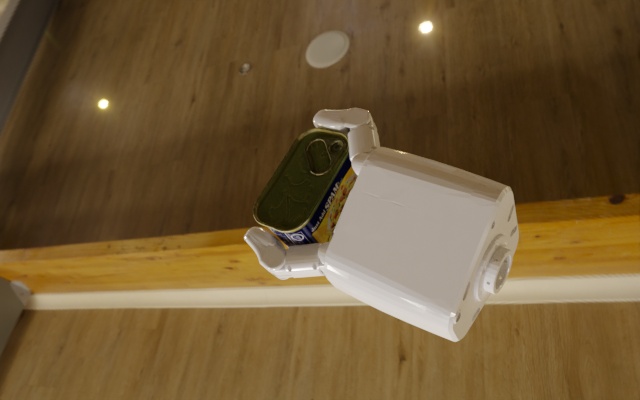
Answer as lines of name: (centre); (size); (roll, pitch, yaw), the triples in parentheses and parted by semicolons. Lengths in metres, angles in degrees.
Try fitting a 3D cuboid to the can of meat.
can of meat: (0.000, 0.002, 0.429); (0.057, 0.102, 0.084); (17, -23, 35)
